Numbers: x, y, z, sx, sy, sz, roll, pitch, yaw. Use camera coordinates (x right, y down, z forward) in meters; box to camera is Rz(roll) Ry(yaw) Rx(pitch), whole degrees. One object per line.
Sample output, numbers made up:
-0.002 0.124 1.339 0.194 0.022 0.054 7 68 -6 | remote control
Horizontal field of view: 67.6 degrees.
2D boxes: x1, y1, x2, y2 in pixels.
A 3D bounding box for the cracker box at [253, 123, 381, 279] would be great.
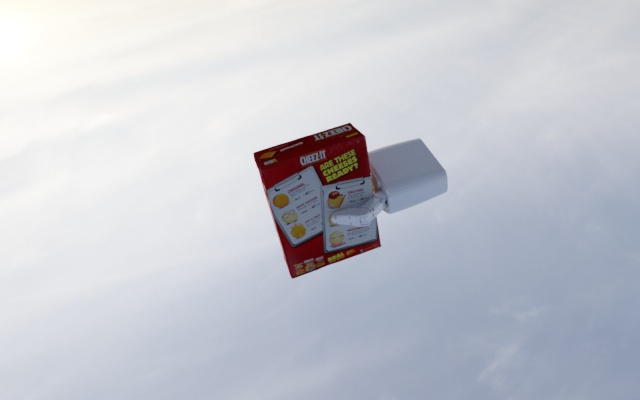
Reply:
0.000 0.003 0.764 0.164 0.214 0.072 -19 33 -9 | cracker box
